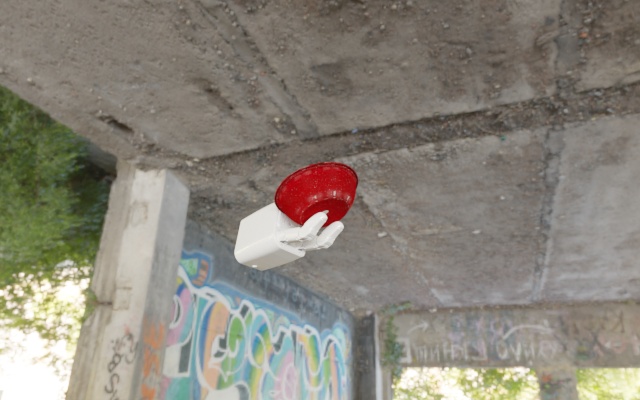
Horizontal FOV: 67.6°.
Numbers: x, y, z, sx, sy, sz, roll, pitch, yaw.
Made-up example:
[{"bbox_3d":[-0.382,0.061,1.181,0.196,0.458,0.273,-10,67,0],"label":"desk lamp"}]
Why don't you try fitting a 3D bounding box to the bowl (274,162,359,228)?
[{"bbox_3d":[0.001,0.002,0.869,0.162,0.055,0.162,-13,-35,-9],"label":"bowl"}]
